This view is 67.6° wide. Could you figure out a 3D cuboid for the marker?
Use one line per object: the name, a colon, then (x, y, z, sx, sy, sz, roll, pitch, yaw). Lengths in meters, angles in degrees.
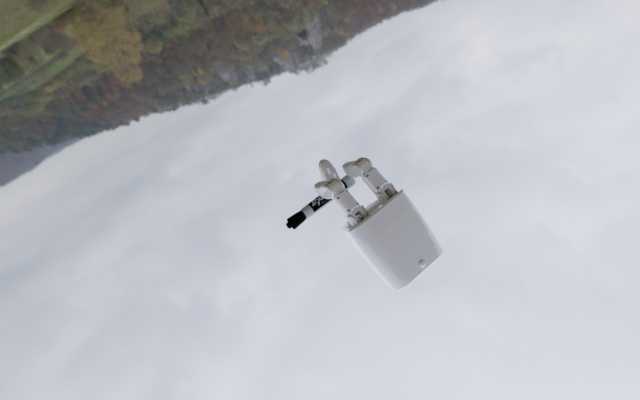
marker: (0.000, 0.002, 0.685, 0.121, 0.020, 0.020, -37, 14, -19)
